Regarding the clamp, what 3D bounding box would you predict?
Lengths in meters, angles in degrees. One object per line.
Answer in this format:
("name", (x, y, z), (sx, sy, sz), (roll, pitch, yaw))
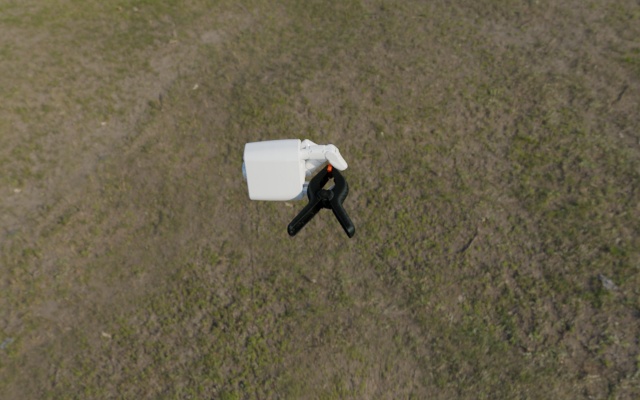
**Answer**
("clamp", (0.000, 0.002, 0.880), (0.120, 0.171, 0.039), (-2, -43, 2))
